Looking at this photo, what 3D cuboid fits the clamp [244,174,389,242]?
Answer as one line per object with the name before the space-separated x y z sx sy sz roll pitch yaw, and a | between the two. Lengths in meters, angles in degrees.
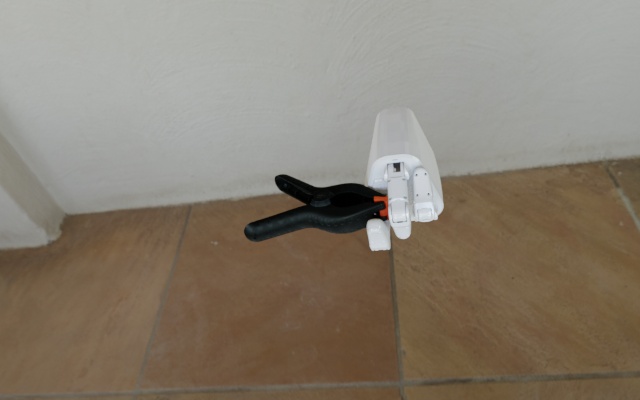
clamp | 0.000 0.002 0.583 0.171 0.039 0.120 -3 42 11
